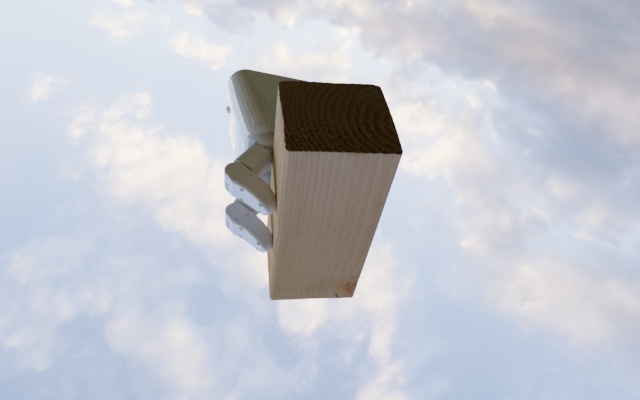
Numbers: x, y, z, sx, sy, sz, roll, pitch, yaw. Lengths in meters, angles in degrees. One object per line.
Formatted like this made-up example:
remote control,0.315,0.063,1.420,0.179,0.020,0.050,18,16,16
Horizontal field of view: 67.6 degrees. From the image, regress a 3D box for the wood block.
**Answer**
wood block,0.000,0.001,0.449,0.091,0.090,0.206,-1,-42,-10
